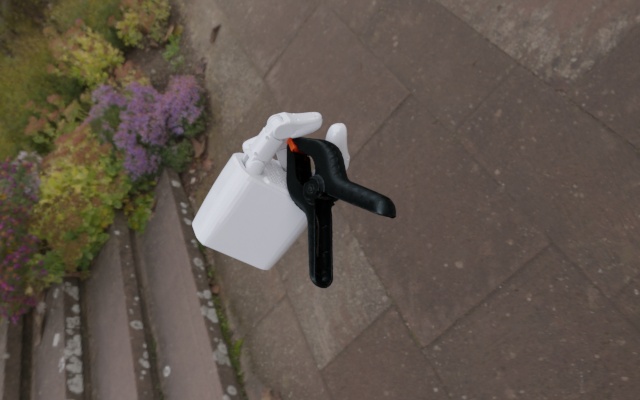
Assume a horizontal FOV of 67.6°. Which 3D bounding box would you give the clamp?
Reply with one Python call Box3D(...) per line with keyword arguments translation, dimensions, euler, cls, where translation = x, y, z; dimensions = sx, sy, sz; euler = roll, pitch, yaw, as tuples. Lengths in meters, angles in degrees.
Box3D(translation=(0.000, 0.001, 0.497), dimensions=(0.039, 0.120, 0.171), euler=(19, 26, -41), cls="clamp")
